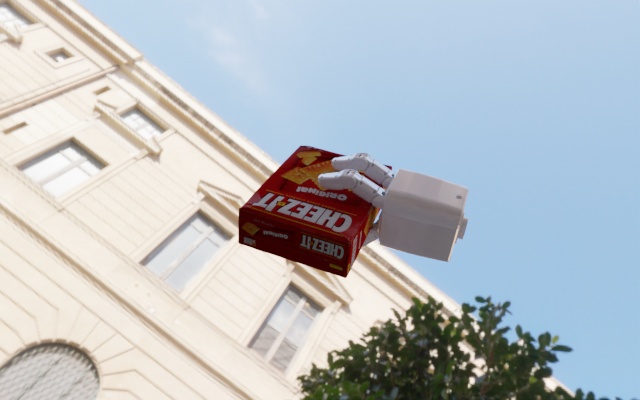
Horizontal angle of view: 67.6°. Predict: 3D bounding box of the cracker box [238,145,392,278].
[{"bbox_3d":[0.000,0.002,0.714,0.164,0.072,0.213,15,35,16],"label":"cracker box"}]
